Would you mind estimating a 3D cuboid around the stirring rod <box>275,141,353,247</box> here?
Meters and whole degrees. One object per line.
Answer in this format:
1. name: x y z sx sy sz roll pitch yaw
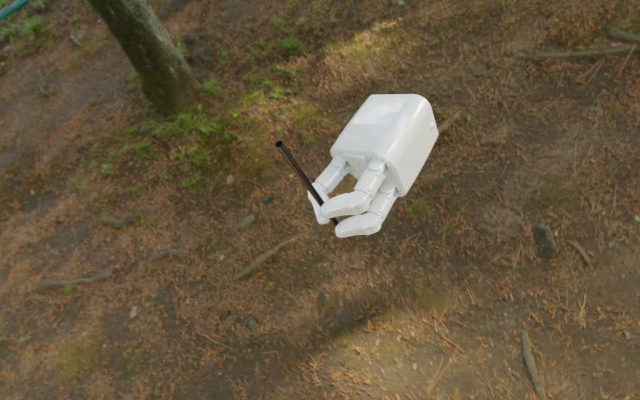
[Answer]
1. stirring rod: 0.000 0.002 0.589 0.011 0.011 0.240 0 -30 25
